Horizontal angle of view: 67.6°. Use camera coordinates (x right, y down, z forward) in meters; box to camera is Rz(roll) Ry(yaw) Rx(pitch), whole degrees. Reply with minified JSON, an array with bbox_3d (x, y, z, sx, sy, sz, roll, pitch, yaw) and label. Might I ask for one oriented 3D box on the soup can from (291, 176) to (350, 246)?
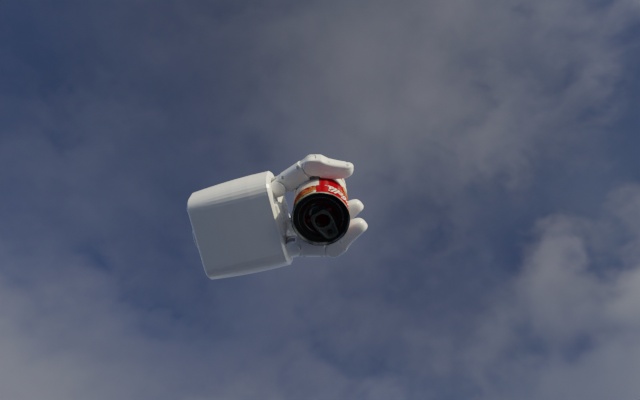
[{"bbox_3d":[0.001,0.002,0.588,0.068,0.068,0.102,0,24,0],"label":"soup can"}]
